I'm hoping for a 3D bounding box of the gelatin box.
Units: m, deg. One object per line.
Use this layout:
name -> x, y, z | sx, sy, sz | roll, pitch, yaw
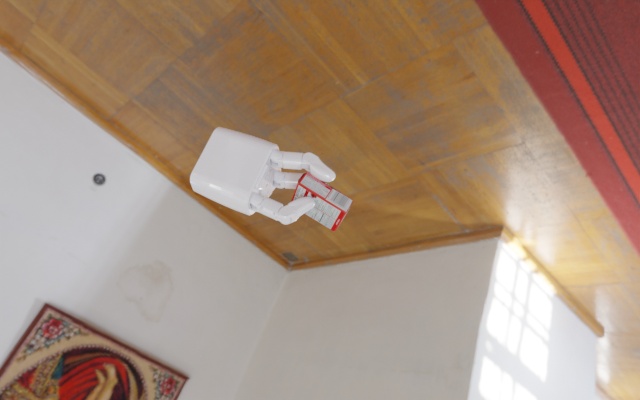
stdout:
gelatin box -> 0.000, 0.003, 0.755 | 0.089, 0.030, 0.073 | 32, -31, 4
